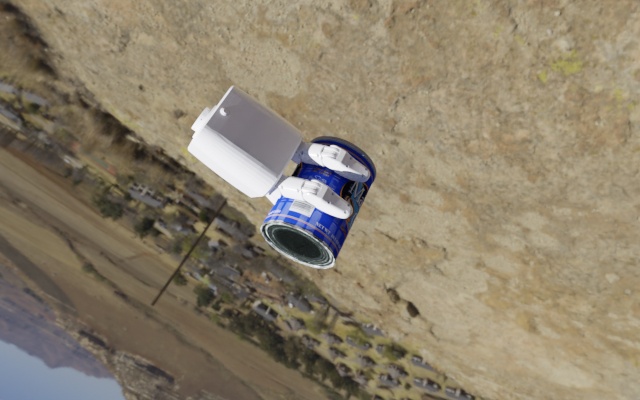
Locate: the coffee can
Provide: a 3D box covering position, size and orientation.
[{"bbox_3d":[0.000,0.002,0.620,0.103,0.140,0.103,21,-28,12],"label":"coffee can"}]
